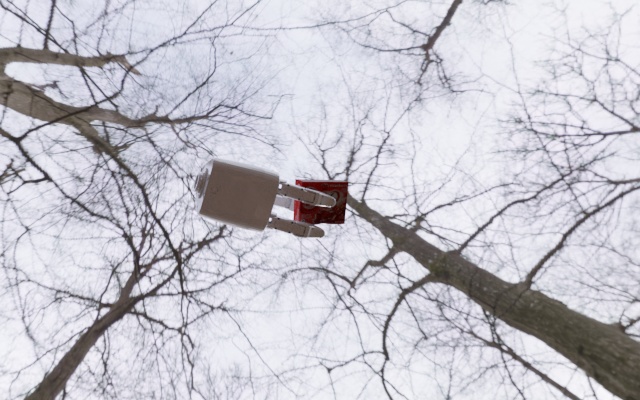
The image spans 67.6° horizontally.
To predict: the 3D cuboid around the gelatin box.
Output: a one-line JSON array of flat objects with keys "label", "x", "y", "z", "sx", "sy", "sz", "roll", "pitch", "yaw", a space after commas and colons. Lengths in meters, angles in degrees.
[{"label": "gelatin box", "x": 0.000, "y": 0.003, "z": 0.794, "sx": 0.089, "sy": 0.073, "sz": 0.030, "roll": 0, "pitch": 10, "yaw": -27}]
